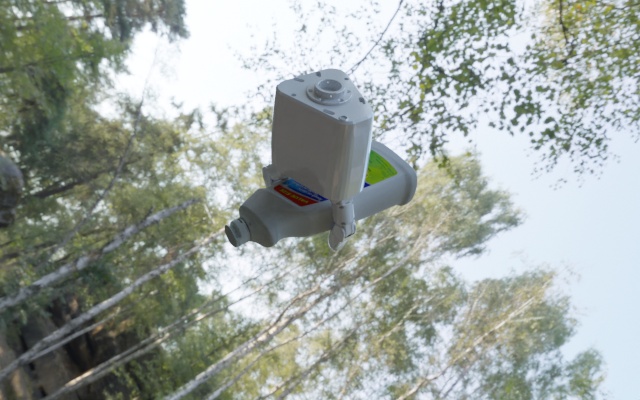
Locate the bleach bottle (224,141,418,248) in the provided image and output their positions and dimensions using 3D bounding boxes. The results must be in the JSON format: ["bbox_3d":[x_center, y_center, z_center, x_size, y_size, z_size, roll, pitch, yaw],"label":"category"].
[{"bbox_3d":[0.000,0.002,0.613,0.251,0.068,0.102,-24,53,-28],"label":"bleach bottle"}]
